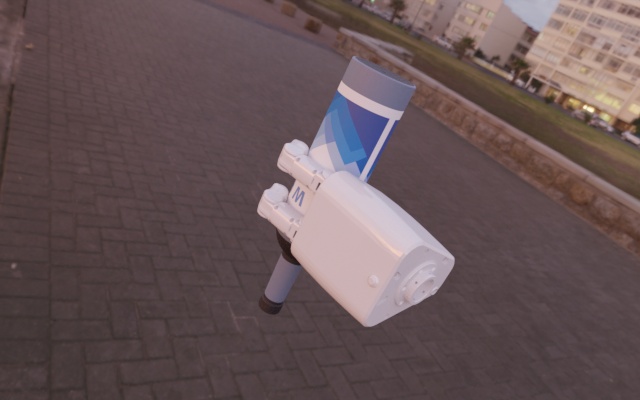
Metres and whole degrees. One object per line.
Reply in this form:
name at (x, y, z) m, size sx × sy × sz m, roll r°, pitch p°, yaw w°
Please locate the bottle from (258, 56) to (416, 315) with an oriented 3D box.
bottle at (0.000, 0.001, 0.503) m, size 0.069 × 0.296 × 0.069 m, roll 22°, pitch 22°, yaw -10°
